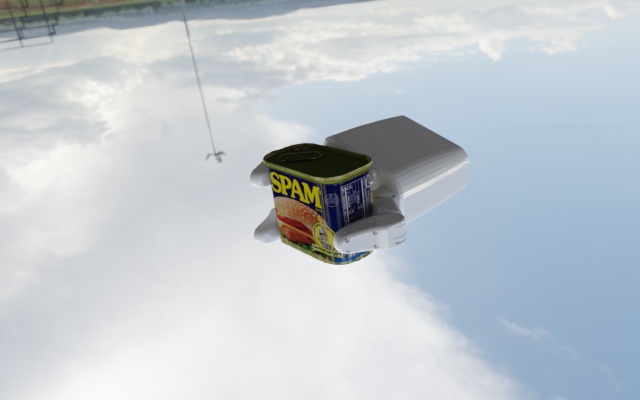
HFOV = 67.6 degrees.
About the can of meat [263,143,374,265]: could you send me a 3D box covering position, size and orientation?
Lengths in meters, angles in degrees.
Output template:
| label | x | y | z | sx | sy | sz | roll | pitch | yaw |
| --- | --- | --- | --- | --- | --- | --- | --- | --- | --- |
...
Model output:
| label | x | y | z | sx | sy | sz | roll | pitch | yaw |
| --- | --- | --- | --- | --- | --- | --- | --- | --- | --- |
| can of meat | 0.000 | 0.002 | 0.423 | 0.057 | 0.084 | 0.102 | -25 | 30 | -34 |
